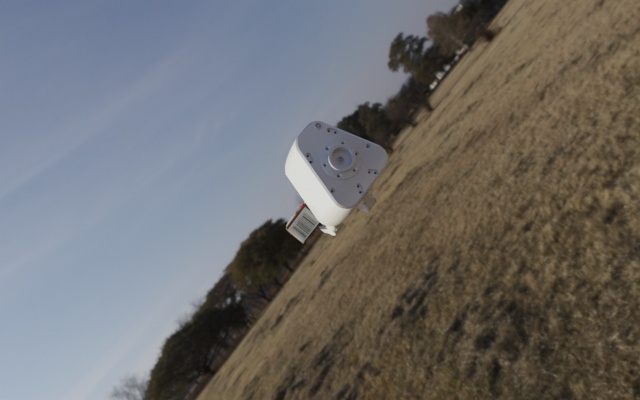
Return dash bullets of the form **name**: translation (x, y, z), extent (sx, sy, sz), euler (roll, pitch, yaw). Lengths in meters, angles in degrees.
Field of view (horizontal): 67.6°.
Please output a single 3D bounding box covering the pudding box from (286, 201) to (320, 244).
- **pudding box**: translation (0.000, 0.002, 0.725), extent (0.039, 0.113, 0.090), euler (40, 13, 0)
